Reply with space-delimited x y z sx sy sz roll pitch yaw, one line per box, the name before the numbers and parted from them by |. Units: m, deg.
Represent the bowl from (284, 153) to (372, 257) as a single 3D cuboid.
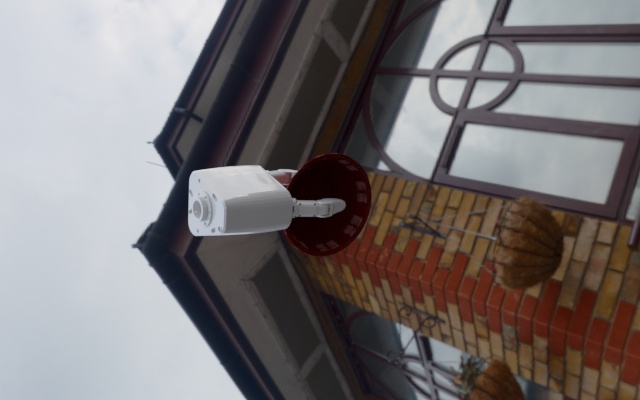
bowl | 0.001 0.003 0.745 0.162 0.162 0.055 0 14 -32
